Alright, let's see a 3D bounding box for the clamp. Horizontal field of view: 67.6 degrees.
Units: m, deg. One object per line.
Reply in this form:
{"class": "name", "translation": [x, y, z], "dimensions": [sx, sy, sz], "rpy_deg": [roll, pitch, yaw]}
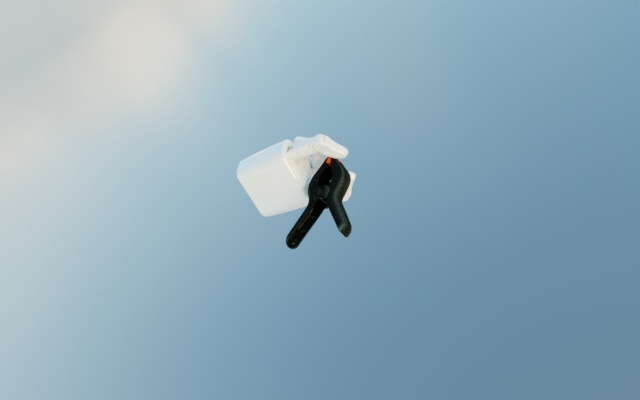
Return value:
{"class": "clamp", "translation": [0.000, 0.002, 0.763], "dimensions": [0.120, 0.171, 0.039], "rpy_deg": [-18, -48, 26]}
